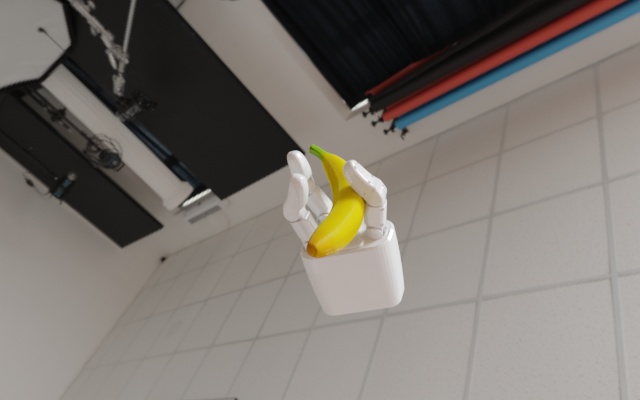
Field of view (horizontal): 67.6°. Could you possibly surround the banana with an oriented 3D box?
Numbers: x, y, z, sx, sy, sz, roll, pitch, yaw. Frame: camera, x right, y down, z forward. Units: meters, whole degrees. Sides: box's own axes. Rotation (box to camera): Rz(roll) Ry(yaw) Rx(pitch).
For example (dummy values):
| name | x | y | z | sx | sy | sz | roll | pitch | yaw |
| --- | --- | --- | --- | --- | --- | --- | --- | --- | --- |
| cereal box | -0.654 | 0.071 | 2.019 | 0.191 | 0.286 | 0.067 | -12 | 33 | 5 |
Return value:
| name | x | y | z | sx | sy | sz | roll | pitch | yaw |
| --- | --- | --- | --- | --- | --- | --- | --- | --- | --- |
| banana | 0.018 | 0.002 | 0.543 | 0.069 | 0.037 | 0.197 | 8 | 35 | -7 |
